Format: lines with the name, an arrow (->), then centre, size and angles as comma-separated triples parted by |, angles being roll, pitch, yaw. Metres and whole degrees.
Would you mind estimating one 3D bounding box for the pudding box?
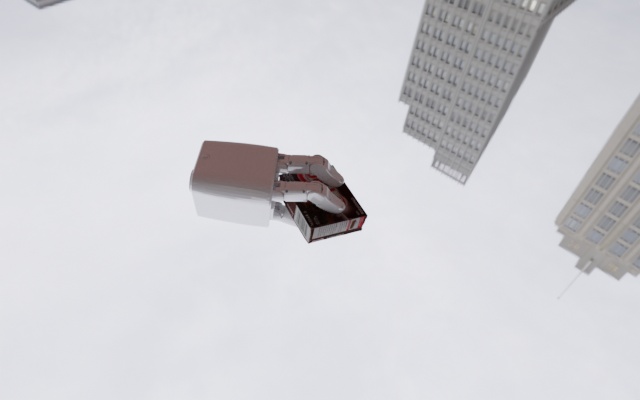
pudding box -> 0.000, 0.002, 0.683 | 0.090, 0.113, 0.039 | -13, -38, -25
